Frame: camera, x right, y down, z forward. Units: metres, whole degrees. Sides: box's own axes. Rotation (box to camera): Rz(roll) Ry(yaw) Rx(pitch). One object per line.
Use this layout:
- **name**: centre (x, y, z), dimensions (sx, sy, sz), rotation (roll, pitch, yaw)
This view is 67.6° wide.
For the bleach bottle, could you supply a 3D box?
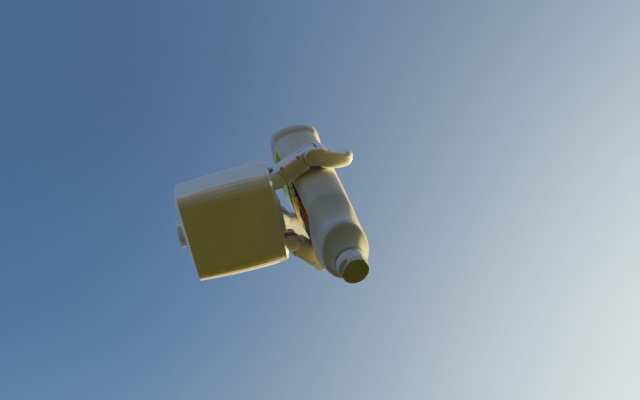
- **bleach bottle**: centre (0.000, 0.002, 0.560), dimensions (0.068, 0.103, 0.250), rotation (-15, 32, -9)
